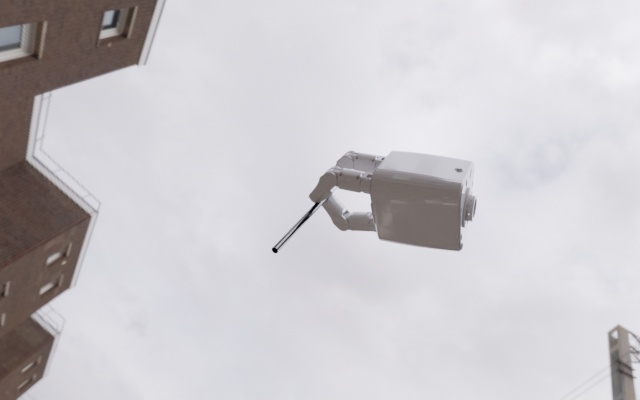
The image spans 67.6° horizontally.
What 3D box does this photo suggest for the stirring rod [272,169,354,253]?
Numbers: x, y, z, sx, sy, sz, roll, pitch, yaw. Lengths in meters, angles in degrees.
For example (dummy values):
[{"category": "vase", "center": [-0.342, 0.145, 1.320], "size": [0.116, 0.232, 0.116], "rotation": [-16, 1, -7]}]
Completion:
[{"category": "stirring rod", "center": [0.000, 0.002, 0.628], "size": [0.011, 0.011, 0.239], "rotation": [0, 27, 28]}]
